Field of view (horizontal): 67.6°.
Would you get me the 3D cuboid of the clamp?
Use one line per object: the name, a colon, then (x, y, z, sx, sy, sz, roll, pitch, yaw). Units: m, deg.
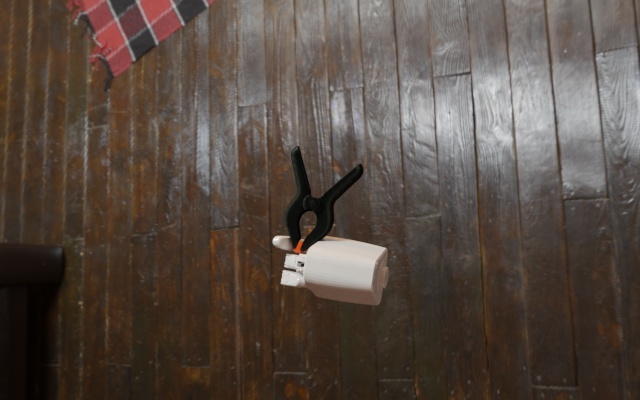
clamp: (0.000, 0.003, 0.762, 0.120, 0.171, 0.039, 8, -3, 15)
